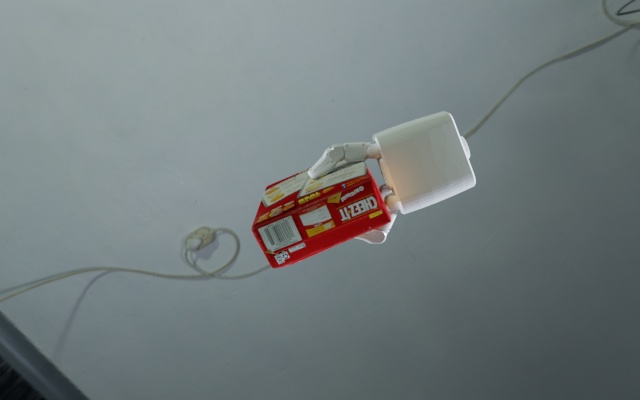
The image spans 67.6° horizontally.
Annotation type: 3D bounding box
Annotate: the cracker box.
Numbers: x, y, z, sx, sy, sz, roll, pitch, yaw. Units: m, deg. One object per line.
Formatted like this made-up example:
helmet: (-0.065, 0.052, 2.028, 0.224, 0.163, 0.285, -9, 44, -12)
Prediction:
cracker box: (0.000, 0.002, 0.680, 0.164, 0.072, 0.213, -23, 15, 5)
